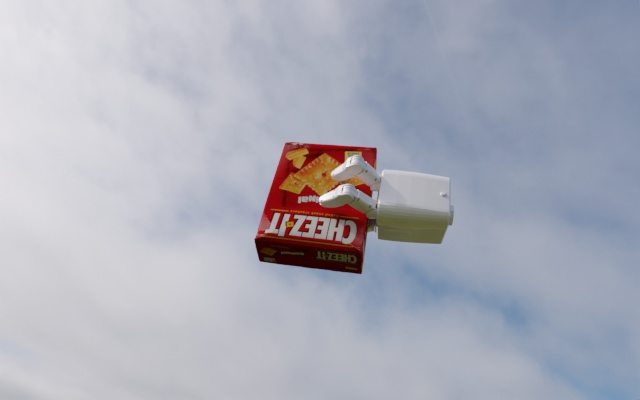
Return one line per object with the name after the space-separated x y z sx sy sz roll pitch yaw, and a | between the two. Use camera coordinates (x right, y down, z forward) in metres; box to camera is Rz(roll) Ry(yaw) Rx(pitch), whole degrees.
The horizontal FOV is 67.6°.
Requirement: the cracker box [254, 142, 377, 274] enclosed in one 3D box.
0.000 0.003 0.775 0.164 0.213 0.072 5 -39 9 | cracker box
